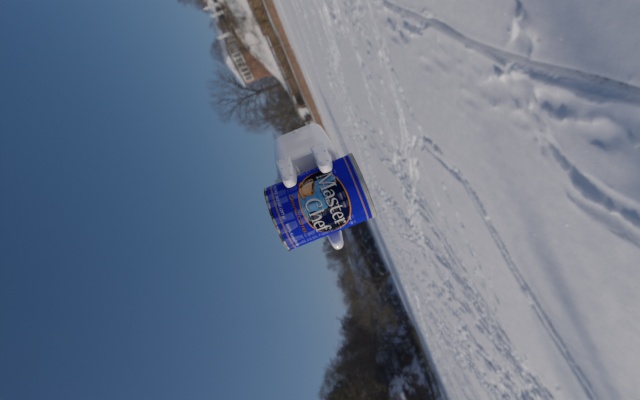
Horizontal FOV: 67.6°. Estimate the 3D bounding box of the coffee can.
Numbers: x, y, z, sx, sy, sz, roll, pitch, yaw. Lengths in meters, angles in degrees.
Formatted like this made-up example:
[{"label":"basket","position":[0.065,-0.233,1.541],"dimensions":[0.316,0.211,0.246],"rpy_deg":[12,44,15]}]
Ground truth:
[{"label":"coffee can","position":[0.000,0.002,0.712],"dimensions":[0.140,0.103,0.103],"rpy_deg":[-22,-1,3]}]
